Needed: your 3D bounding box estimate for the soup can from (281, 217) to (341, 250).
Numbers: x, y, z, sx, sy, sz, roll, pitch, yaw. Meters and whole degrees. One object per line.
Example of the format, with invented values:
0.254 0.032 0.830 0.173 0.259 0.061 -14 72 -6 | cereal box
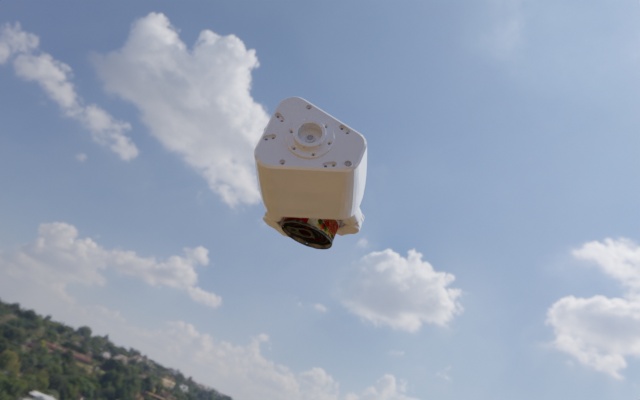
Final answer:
0.000 0.002 0.612 0.068 0.102 0.068 19 -25 9 | soup can
